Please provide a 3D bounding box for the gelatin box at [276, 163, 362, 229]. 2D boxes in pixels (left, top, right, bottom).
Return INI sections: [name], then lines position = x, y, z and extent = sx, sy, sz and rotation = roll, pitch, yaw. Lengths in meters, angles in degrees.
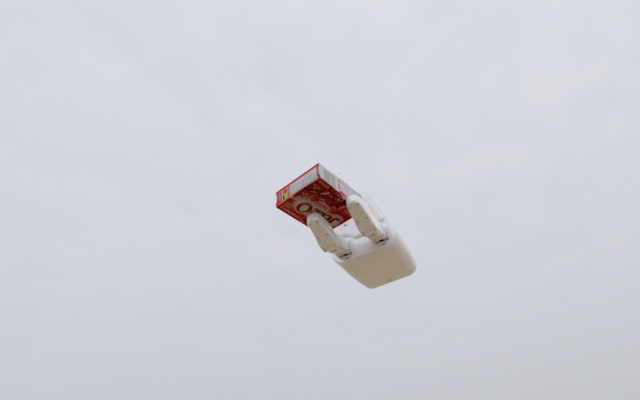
[gelatin box]
position = 0.000, 0.001, 0.598
extent = 0.073, 0.030, 0.089
rotation = -33, -48, 27
